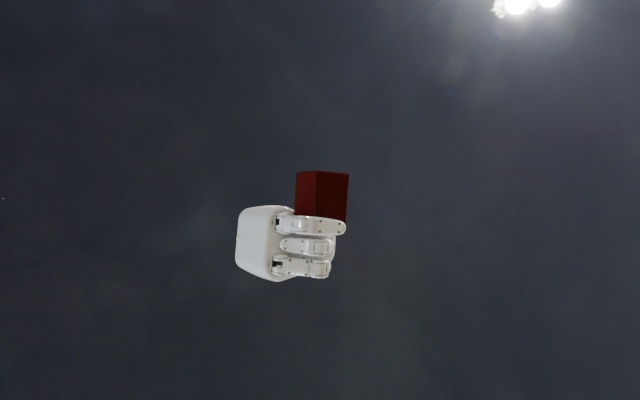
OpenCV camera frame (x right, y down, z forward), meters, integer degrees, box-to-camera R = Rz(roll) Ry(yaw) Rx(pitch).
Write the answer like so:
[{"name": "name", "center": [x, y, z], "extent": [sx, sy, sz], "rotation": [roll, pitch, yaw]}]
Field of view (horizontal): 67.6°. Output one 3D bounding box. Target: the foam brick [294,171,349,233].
[{"name": "foam brick", "center": [0.000, 0.002, 0.622], "extent": [0.053, 0.078, 0.051], "rotation": [6, -3, -32]}]
